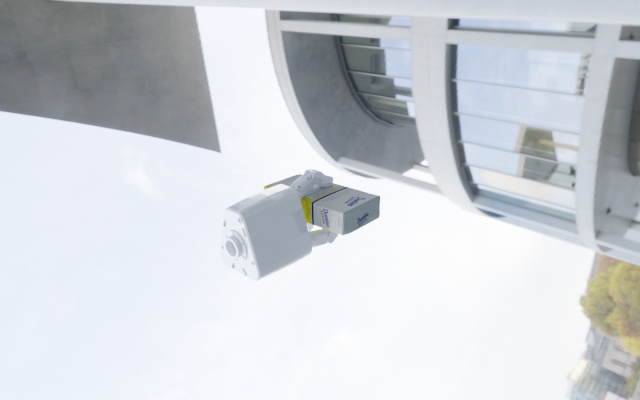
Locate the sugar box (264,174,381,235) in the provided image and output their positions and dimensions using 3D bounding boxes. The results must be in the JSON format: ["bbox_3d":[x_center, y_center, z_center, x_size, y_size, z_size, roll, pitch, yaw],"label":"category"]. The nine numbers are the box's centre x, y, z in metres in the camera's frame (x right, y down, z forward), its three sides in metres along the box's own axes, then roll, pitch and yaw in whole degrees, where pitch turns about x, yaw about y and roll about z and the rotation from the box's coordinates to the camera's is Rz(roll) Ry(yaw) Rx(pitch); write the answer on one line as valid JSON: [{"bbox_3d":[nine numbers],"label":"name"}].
[{"bbox_3d":[0.000,0.003,0.778,0.176,0.048,0.093,21,31,39],"label":"sugar box"}]
